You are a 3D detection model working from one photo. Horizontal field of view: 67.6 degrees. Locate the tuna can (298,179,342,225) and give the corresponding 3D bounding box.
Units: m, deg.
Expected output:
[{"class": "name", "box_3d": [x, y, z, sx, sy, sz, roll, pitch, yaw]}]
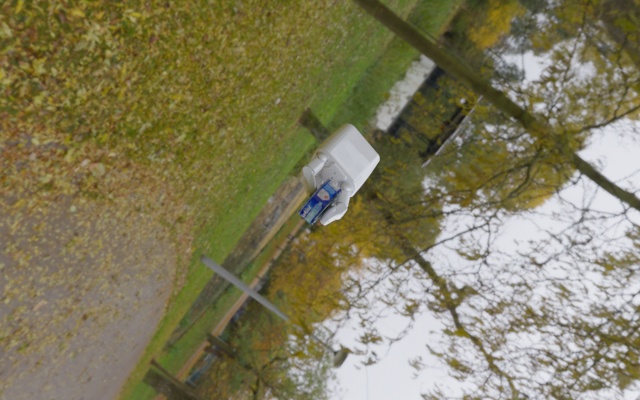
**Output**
[{"class": "tuna can", "box_3d": [0.001, 0.003, 0.868, 0.034, 0.086, 0.086, 42, 4, 4]}]
